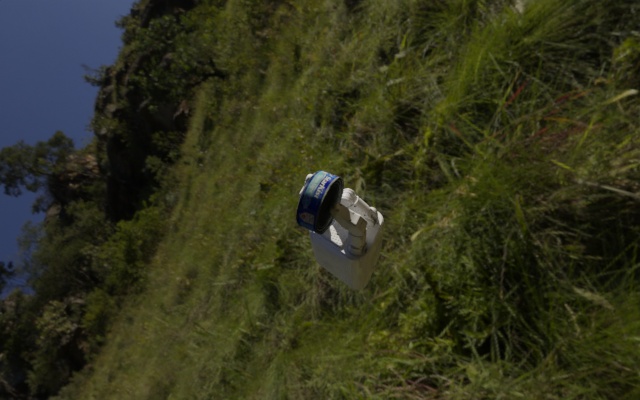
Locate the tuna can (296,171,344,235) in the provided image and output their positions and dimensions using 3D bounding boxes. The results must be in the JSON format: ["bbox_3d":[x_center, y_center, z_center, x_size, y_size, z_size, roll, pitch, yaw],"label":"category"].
[{"bbox_3d":[0.000,0.002,0.669,0.034,0.086,0.086,21,7,17],"label":"tuna can"}]
